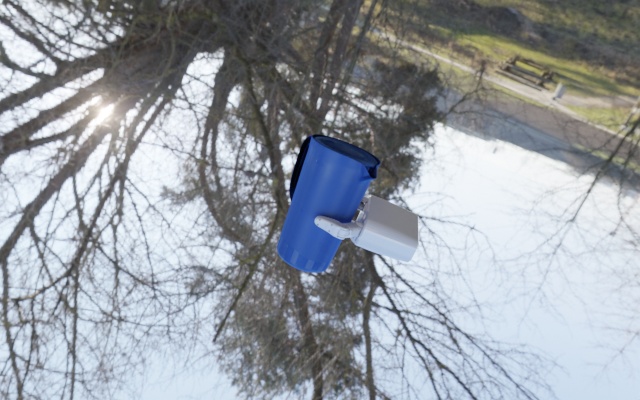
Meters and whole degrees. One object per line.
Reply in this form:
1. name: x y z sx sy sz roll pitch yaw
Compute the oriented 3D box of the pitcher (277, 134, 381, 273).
1. pitcher: 0.000 0.003 0.897 0.145 0.243 0.149 21 17 -4
